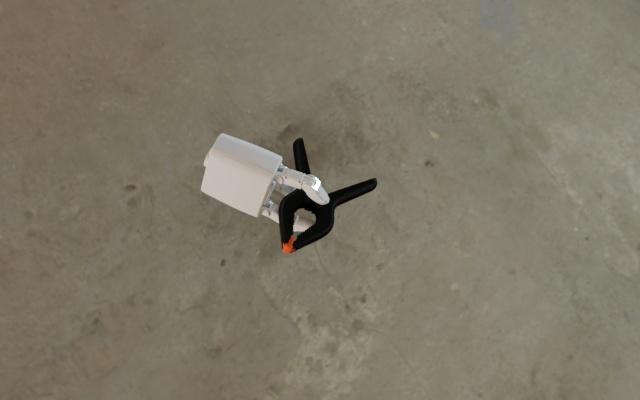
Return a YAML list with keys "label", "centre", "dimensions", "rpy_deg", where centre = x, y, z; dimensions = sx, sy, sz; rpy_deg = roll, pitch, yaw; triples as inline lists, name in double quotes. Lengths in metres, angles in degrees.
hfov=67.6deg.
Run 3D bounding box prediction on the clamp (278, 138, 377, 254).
- label: "clamp"
  centre: [0.000, 0.003, 0.800]
  dimensions: [0.164, 0.210, 0.036]
  rpy_deg: [22, -31, -2]
